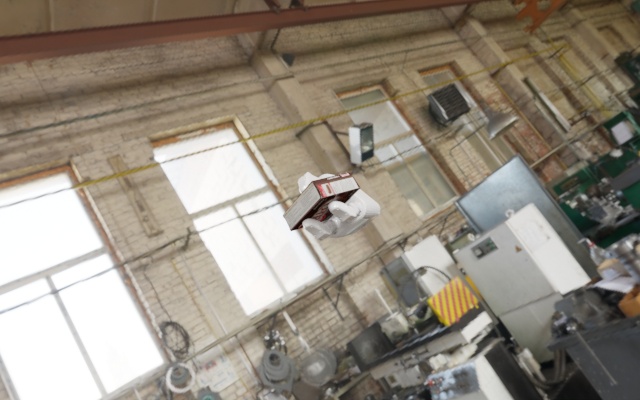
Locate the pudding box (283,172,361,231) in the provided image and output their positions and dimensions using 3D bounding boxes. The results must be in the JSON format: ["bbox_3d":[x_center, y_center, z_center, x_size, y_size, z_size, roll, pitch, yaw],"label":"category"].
[{"bbox_3d":[0.000,0.002,0.804,0.090,0.039,0.113,-17,-23,-41],"label":"pudding box"}]
